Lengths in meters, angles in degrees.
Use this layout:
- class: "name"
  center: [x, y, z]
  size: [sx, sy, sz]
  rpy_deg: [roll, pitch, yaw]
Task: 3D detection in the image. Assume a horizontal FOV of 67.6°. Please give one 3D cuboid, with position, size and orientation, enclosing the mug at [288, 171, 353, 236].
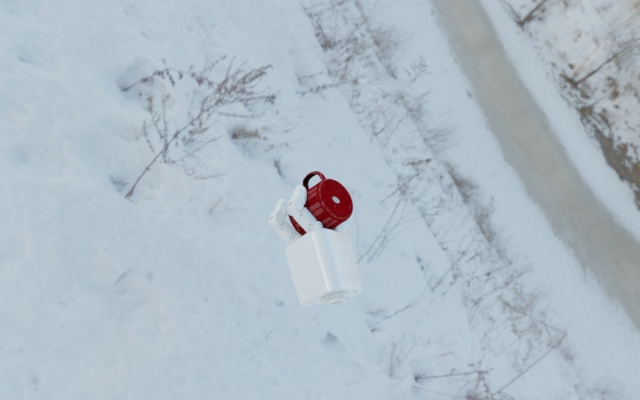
- class: "mug"
  center: [0.000, 0.001, 0.845]
  size: [0.093, 0.117, 0.081]
  rpy_deg: [4, -28, -42]
